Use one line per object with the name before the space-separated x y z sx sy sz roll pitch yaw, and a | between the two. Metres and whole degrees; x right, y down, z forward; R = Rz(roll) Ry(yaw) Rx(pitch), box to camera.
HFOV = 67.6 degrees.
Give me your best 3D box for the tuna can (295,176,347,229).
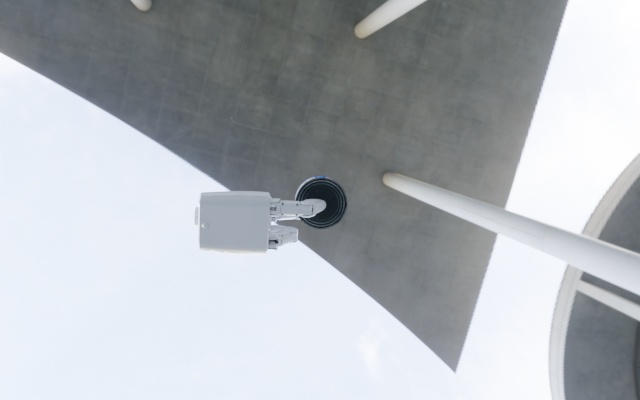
tuna can | 0.000 0.003 0.792 0.086 0.086 0.033 0 10 -5
